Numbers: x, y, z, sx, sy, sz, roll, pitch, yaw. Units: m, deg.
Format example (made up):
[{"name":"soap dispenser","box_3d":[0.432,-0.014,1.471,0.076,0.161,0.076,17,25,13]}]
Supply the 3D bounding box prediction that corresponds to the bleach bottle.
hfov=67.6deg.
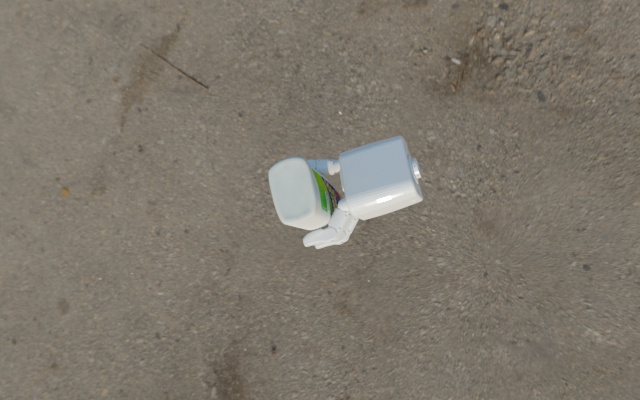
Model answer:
[{"name":"bleach bottle","box_3d":[0.000,0.003,0.806,0.068,0.102,0.251,-17,-13,17]}]
